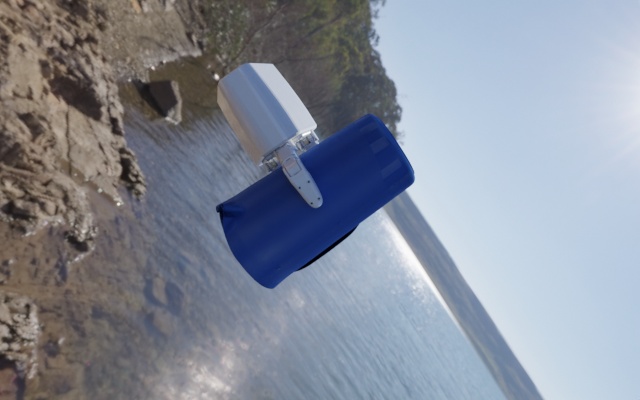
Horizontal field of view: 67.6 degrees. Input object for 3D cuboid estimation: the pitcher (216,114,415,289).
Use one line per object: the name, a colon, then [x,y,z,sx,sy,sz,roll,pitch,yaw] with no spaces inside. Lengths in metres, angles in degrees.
pitcher: [0.000,0.002,0.630,0.243,0.145,0.149,-34,4,6]
